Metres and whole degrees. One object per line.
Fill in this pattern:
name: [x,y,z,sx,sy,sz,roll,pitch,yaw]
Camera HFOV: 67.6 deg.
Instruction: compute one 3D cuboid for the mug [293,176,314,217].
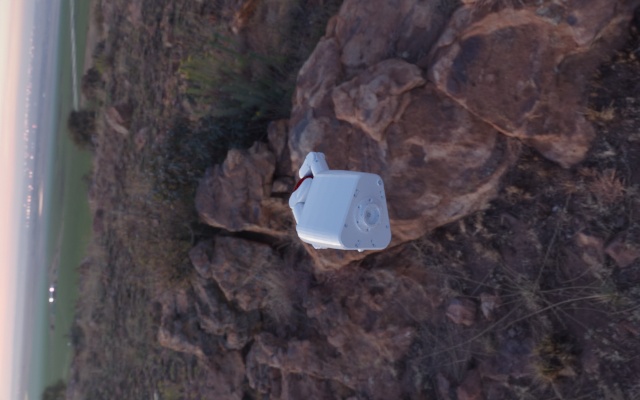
mug: [-0.001,0.002,0.794,0.081,0.093,0.117,4,0,-33]
